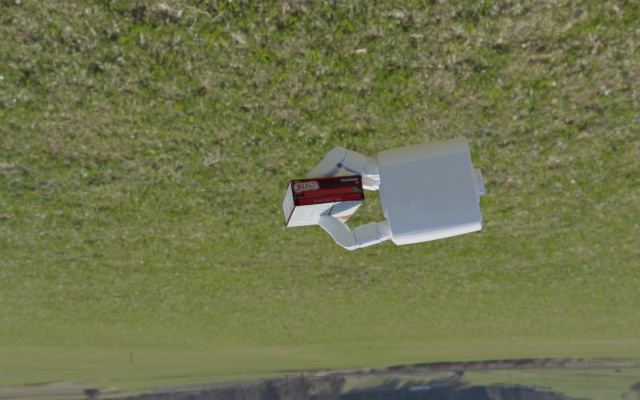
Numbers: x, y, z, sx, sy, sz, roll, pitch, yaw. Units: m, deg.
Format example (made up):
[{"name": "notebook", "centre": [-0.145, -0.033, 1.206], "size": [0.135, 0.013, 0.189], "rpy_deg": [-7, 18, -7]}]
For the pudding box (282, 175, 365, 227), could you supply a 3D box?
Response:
[{"name": "pudding box", "centre": [0.000, 0.002, 0.623], "size": [0.090, 0.039, 0.113], "rpy_deg": [-4, -17, -12]}]
